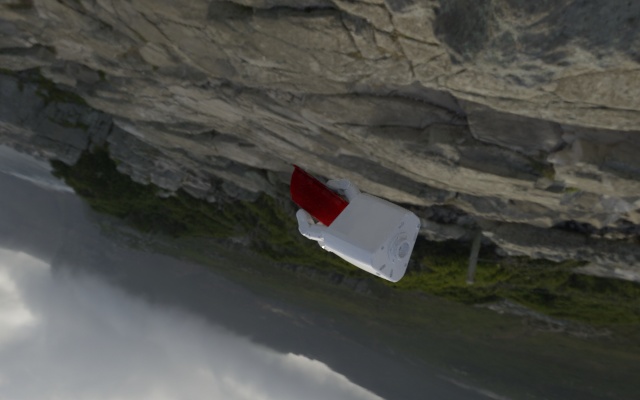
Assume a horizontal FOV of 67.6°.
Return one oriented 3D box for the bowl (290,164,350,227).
[{"bbox_3d":[-0.001,0.003,0.867,0.162,0.055,0.162,37,0,0],"label":"bowl"}]
